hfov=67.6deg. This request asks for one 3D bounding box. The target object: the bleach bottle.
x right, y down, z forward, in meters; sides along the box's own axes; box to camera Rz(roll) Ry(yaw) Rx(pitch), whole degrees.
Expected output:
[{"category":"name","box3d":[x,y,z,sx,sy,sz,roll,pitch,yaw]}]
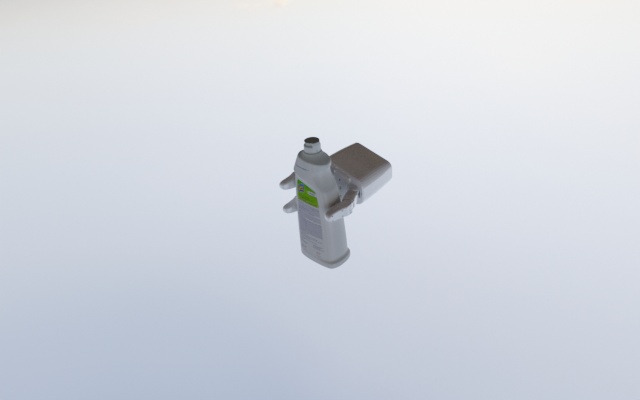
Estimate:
[{"category":"bleach bottle","box3d":[0.000,0.003,0.894,0.102,0.251,0.068,22,41,36]}]
